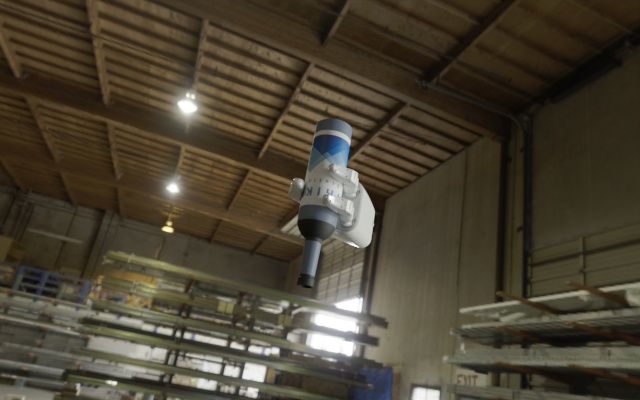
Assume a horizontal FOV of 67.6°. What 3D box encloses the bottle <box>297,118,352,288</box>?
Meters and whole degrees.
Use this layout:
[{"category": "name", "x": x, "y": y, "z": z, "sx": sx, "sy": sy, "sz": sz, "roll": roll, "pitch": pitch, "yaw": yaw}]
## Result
[{"category": "bottle", "x": 0.000, "y": 0.002, "z": 0.816, "sx": 0.069, "sy": 0.295, "sz": 0.069, "roll": 9, "pitch": -21, "yaw": 4}]
